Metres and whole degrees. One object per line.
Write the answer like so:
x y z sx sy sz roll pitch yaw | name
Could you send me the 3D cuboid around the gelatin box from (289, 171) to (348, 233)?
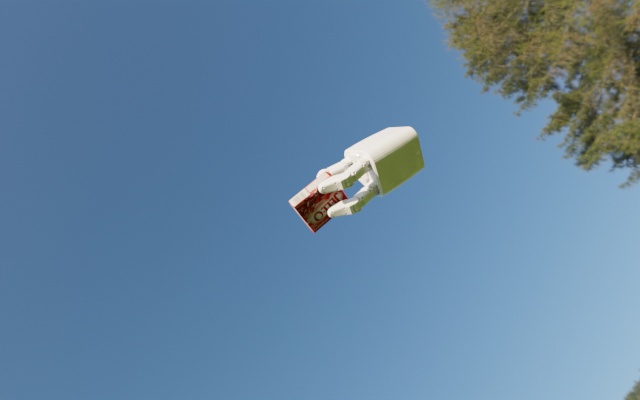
0.000 0.003 0.853 0.089 0.073 0.030 -39 36 -4 | gelatin box
